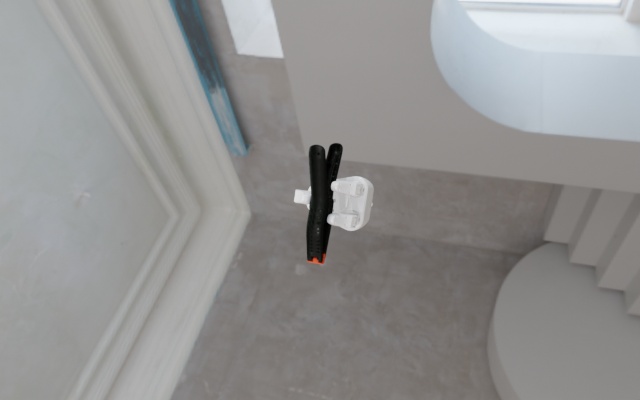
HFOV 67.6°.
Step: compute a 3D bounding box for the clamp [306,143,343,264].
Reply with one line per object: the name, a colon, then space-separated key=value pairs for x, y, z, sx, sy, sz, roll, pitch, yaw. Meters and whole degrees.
clamp: x=-0.001 y=0.003 z=0.784 sx=0.036 sy=0.210 sz=0.164 roll=8 pitch=3 yaw=13
